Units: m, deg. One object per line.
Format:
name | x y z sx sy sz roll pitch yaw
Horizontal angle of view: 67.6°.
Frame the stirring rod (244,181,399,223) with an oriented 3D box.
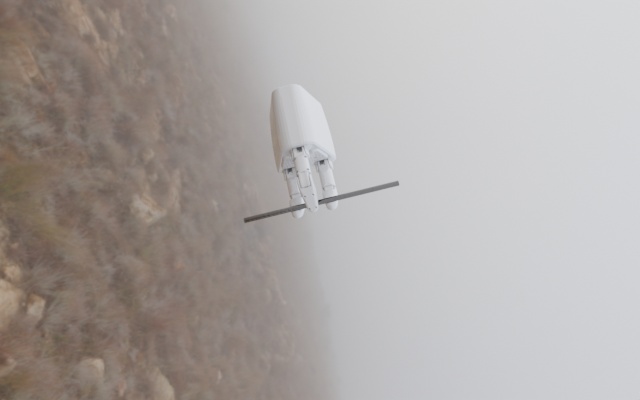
stirring rod | 0.000 0.002 0.721 0.239 0.011 0.011 -14 -1 4
